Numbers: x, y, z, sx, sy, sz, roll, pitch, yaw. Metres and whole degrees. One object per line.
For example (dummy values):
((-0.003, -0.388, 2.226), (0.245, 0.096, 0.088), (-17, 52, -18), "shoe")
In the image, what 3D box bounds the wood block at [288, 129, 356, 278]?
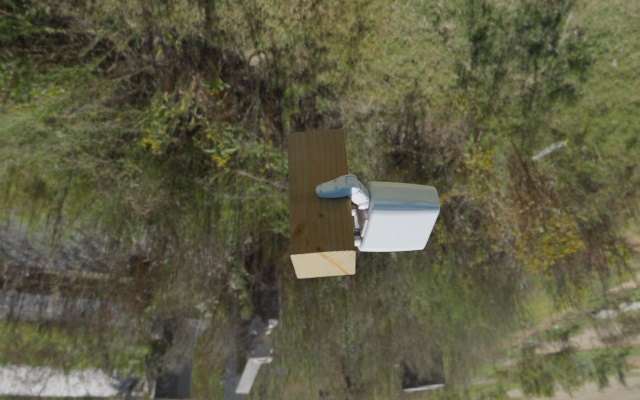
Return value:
((0.001, 0.002, 0.727), (0.090, 0.206, 0.091), (-4, -30, 1), "wood block")
